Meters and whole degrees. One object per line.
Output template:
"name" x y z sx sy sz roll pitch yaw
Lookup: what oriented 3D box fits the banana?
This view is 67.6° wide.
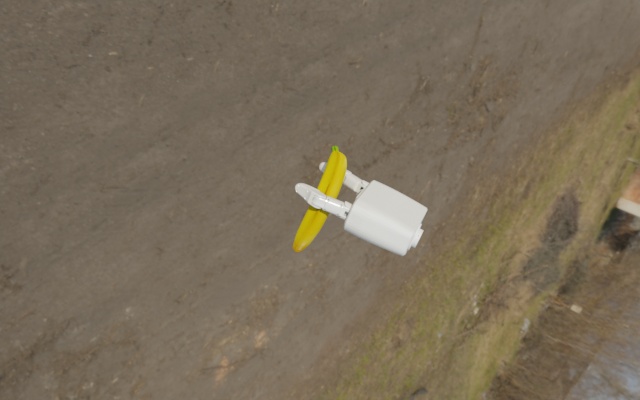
"banana" 0.004 -0.001 0.804 0.037 0.198 0.069 24 -5 -6
